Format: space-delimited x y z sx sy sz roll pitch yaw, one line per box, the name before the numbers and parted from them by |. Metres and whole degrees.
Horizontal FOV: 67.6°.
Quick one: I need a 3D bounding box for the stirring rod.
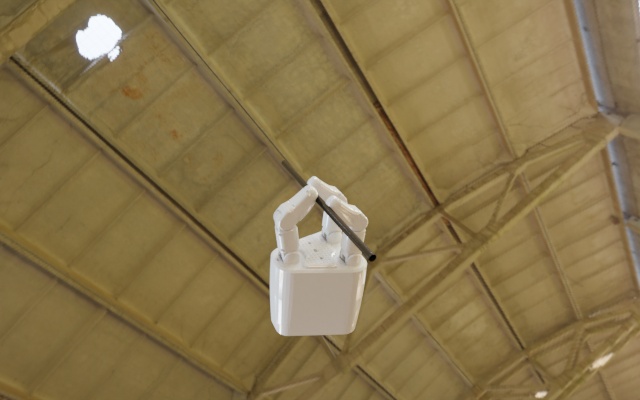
stirring rod | 0.000 0.002 0.545 0.011 0.011 0.239 0 26 -27
